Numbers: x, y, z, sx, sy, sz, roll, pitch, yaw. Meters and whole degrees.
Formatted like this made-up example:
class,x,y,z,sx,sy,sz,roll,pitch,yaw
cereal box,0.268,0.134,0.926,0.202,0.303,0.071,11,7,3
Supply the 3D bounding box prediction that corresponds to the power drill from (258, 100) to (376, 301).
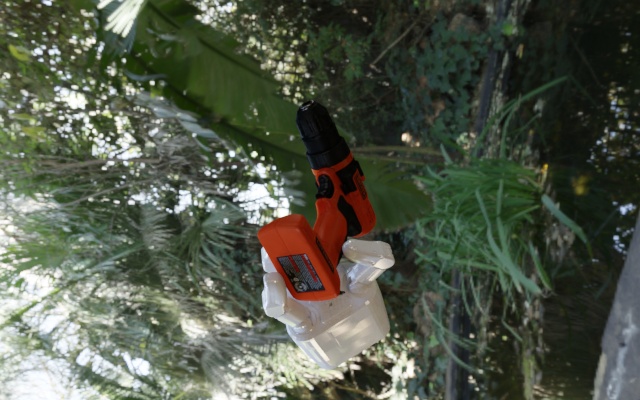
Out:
class,x,y,z,sx,sy,sz,roll,pitch,yaw
power drill,0.000,0.002,0.529,0.057,0.184,0.187,-12,29,29
